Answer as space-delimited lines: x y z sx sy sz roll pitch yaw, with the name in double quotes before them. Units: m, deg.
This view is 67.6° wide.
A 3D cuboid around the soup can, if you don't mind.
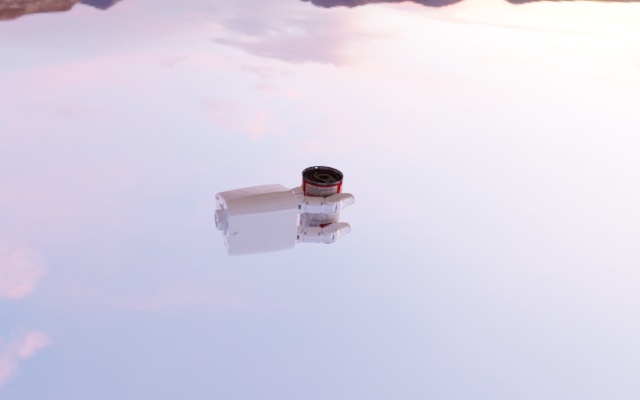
"soup can" 0.001 0.003 0.787 0.068 0.102 0.068 4 28 -2
